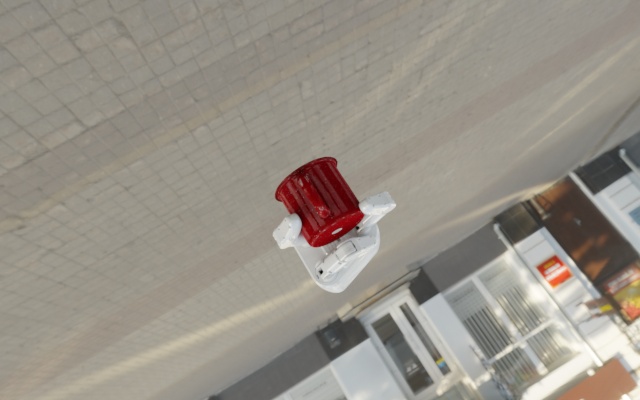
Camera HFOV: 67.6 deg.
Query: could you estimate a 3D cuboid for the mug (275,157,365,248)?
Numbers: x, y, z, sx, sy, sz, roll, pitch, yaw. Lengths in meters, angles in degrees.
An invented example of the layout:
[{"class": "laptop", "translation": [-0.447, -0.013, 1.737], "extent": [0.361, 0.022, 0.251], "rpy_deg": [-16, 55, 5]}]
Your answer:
[{"class": "mug", "translation": [0.000, 0.002, 0.588], "extent": [0.093, 0.081, 0.117], "rpy_deg": [-33, -18, 0]}]
